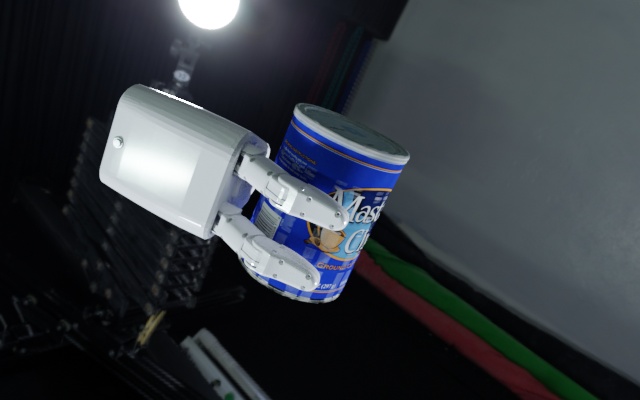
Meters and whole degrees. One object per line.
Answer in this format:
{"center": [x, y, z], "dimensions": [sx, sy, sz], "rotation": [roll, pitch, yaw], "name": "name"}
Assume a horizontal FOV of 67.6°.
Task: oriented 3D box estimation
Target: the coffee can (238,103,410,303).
{"center": [0.000, 0.001, 0.415], "dimensions": [0.103, 0.140, 0.102], "rotation": [22, 18, -8], "name": "coffee can"}
